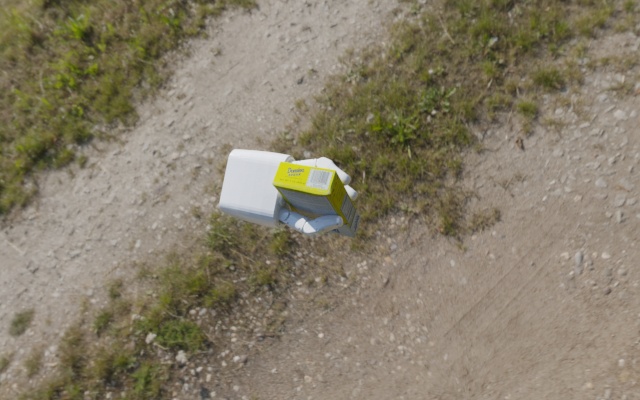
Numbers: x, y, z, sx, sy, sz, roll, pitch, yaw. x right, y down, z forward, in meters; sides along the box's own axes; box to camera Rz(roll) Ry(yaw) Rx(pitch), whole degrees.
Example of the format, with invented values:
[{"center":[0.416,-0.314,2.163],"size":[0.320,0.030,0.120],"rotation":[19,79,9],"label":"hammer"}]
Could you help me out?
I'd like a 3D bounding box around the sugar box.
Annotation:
[{"center":[0.000,0.002,0.756],"size":[0.093,0.048,0.176],"rotation":[12,-18,21],"label":"sugar box"}]
